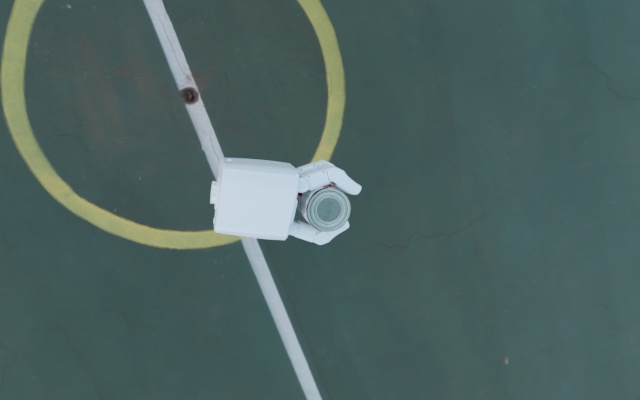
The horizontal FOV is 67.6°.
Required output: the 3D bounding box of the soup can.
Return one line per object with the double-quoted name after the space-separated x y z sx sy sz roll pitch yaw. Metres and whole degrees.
0.001 0.003 0.727 0.068 0.068 0.102 0 13 -14 "soup can"
